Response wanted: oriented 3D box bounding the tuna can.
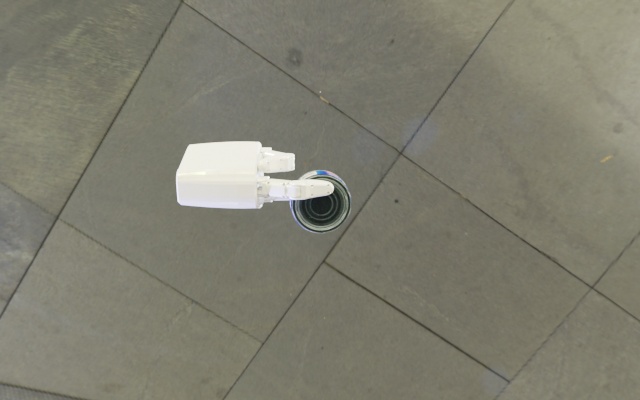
[{"bbox_3d":[0.000,0.002,0.668,0.086,0.086,0.033,0,13,-6],"label":"tuna can"}]
